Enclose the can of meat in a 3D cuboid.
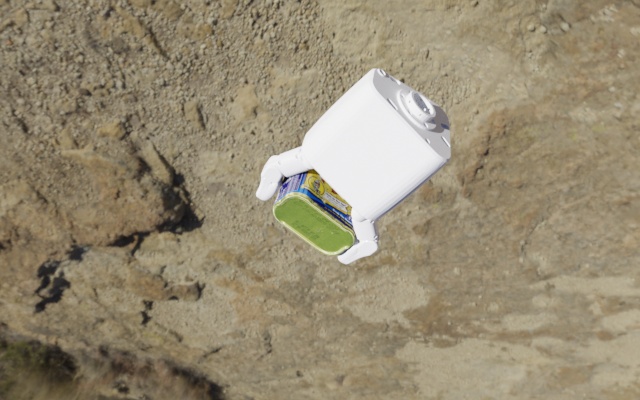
[{"bbox_3d":[0.000,0.002,0.548,0.102,0.084,0.057,37,-51,-20],"label":"can of meat"}]
